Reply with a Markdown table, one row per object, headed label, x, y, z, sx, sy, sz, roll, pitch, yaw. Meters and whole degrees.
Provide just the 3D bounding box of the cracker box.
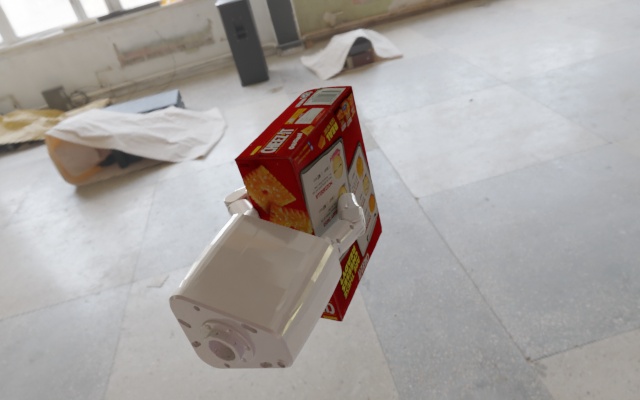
| label | x | y | z | sx | sy | sz | roll | pitch | yaw |
| --- | --- | --- | --- | --- | --- | --- | --- | --- | --- |
| cracker box | 0.000 | 0.002 | 0.545 | 0.072 | 0.214 | 0.164 | 2 | 37 | 26 |
